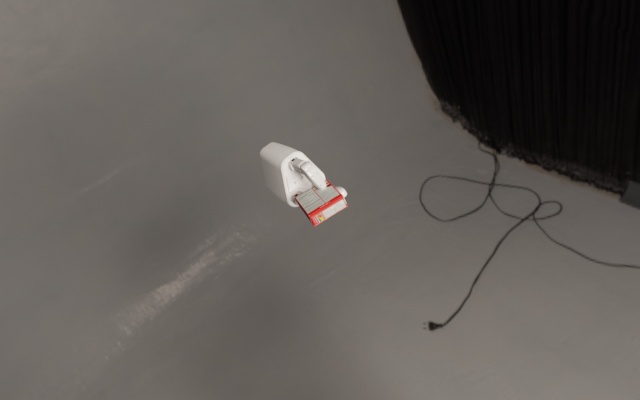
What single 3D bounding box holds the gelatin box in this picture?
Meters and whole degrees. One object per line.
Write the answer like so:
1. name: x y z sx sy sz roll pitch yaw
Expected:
1. gelatin box: 0.000 0.003 0.894 0.073 0.030 0.089 -31 30 -6
